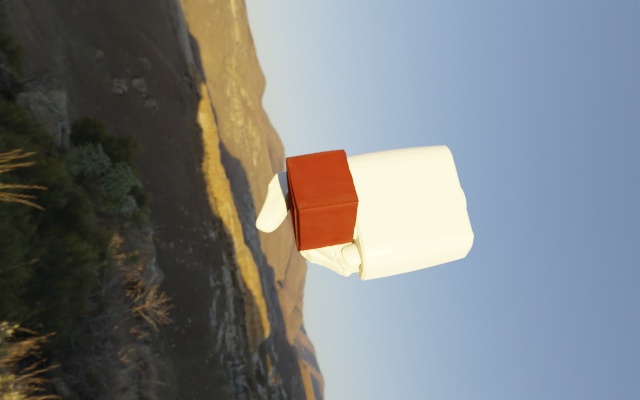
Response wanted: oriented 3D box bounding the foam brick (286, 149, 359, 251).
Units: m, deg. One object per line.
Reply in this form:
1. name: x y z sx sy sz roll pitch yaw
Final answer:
1. foam brick: 0.000 0.001 0.409 0.051 0.053 0.078 -9 -30 -6
